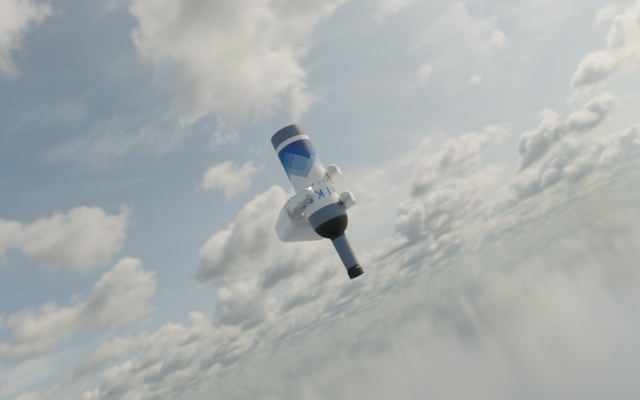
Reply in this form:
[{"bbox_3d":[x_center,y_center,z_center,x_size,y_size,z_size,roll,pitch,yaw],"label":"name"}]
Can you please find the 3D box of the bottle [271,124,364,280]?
[{"bbox_3d":[0.000,0.003,0.858,0.069,0.295,0.069,-25,-15,-7],"label":"bottle"}]
